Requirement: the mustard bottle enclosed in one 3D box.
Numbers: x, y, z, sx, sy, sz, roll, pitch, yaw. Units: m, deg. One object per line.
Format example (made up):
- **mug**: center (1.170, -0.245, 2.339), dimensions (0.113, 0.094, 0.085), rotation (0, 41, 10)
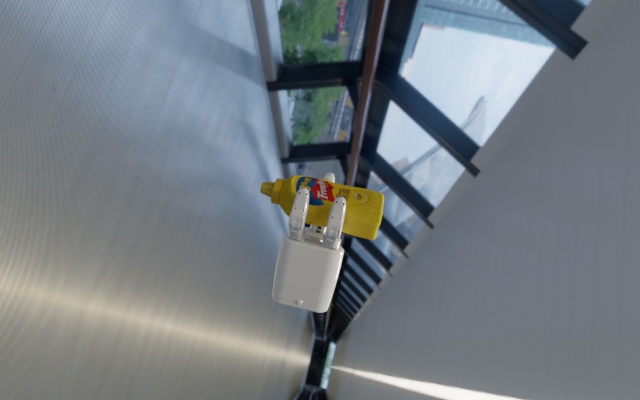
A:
- **mustard bottle**: center (0.000, 0.002, 0.747), dimensions (0.191, 0.058, 0.096), rotation (13, 35, 3)
